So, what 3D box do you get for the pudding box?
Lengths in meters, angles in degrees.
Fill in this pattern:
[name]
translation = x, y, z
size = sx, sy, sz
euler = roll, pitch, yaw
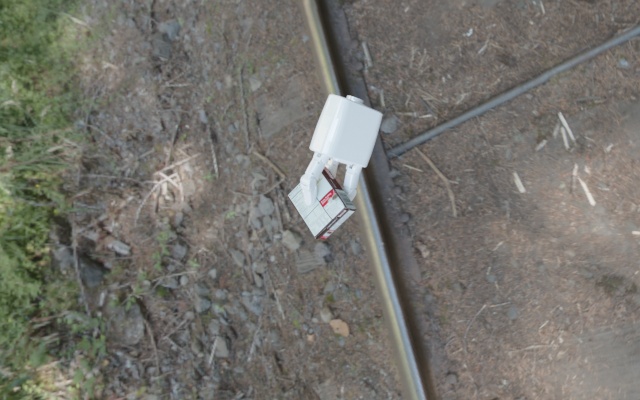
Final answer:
[pudding box]
translation = 0.000, 0.003, 0.892
size = 0.090, 0.113, 0.039
euler = -46, -30, 22
